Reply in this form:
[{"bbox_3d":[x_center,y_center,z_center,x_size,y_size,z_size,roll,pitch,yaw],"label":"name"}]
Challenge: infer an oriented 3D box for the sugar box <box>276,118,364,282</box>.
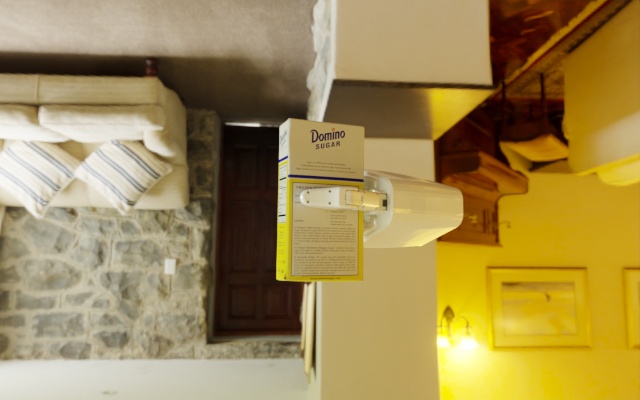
[{"bbox_3d":[0.000,0.002,0.538,0.093,0.176,0.048,4,-8,-21],"label":"sugar box"}]
